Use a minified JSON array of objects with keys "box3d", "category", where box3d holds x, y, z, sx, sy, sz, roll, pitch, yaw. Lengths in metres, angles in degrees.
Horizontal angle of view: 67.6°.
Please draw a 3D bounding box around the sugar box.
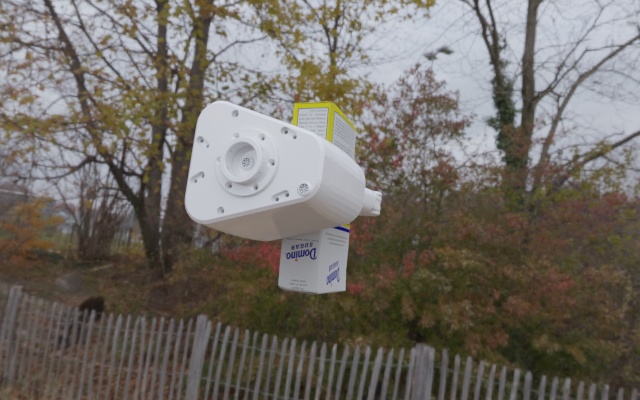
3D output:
[{"box3d":[0.000,0.001,0.474,0.048,0.176,0.093,5,-7,20],"category":"sugar box"}]
